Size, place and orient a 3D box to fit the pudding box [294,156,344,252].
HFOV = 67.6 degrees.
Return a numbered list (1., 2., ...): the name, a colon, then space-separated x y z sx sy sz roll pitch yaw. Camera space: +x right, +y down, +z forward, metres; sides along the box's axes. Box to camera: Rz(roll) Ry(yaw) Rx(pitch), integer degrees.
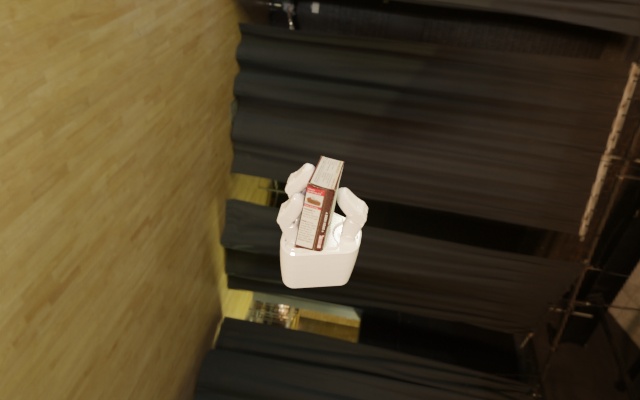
1. pudding box: 0.000 0.002 0.621 0.039 0.090 0.113 12 23 2
